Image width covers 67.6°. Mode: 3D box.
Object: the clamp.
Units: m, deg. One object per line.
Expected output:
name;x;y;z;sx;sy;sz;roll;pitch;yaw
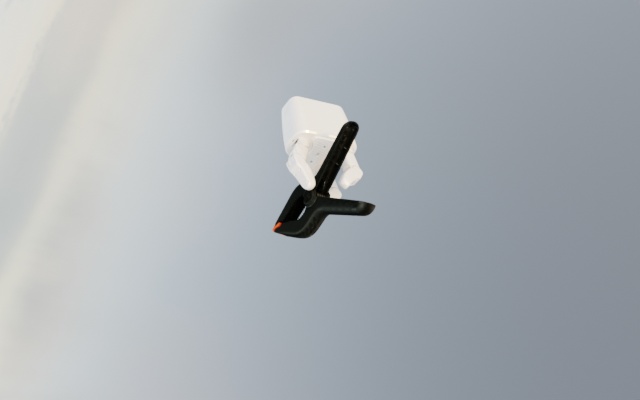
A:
clamp;-0.001;0.002;0.706;0.036;0.164;0.210;23;-53;-32
